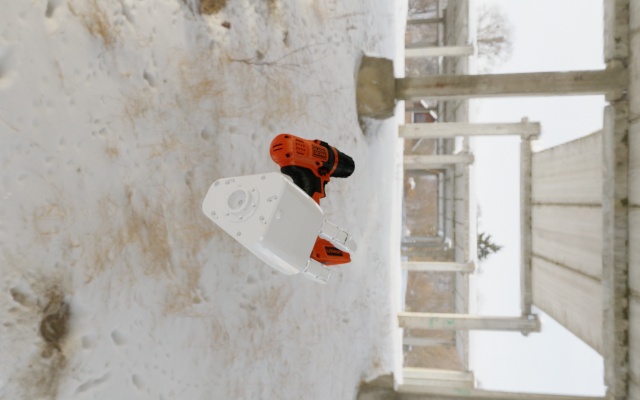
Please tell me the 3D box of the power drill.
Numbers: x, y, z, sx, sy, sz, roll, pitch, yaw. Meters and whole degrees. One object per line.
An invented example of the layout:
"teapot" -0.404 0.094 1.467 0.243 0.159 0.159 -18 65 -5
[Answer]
"power drill" 0.000 0.003 0.715 0.057 0.187 0.184 -15 -15 36
